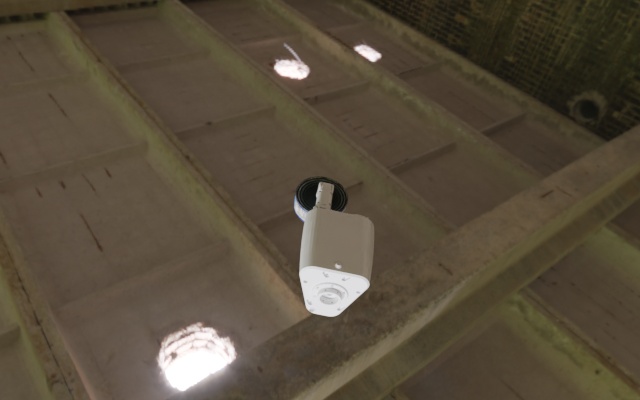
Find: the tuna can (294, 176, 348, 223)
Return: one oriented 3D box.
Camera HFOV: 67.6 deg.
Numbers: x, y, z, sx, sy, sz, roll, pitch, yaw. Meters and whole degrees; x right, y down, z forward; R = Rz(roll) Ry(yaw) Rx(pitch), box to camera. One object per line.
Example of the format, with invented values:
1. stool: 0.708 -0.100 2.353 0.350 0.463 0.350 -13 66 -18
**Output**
1. tuna can: 0.000 0.003 0.777 0.086 0.086 0.034 0 -42 -11
